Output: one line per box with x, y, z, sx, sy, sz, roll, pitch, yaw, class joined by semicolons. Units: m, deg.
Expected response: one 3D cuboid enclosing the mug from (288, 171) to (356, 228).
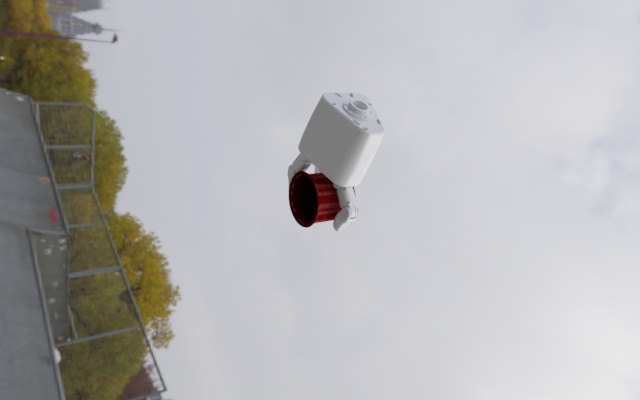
0.000;0.004;0.807;0.081;0.093;0.117;-7;-39;-34;mug
